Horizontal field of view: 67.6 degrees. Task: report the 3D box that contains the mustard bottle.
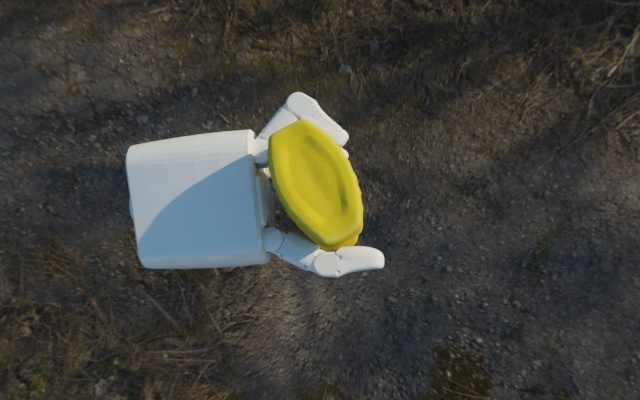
[{"bbox_3d":[0.000,0.001,0.432,0.058,0.096,0.192,-29,-10,-2],"label":"mustard bottle"}]
